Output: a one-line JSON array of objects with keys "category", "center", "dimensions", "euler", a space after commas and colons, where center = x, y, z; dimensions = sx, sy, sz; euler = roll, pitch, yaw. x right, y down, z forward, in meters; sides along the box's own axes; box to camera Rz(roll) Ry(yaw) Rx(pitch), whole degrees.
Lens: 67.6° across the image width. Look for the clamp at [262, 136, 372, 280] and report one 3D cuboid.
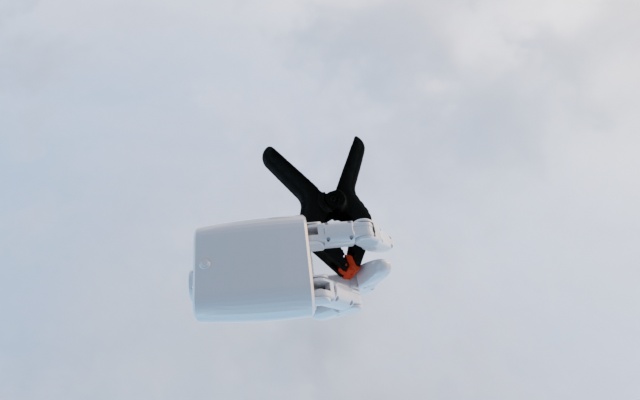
[{"category": "clamp", "center": [0.000, 0.002, 0.520], "dimensions": [0.120, 0.171, 0.039], "euler": [-4, -30, -6]}]
